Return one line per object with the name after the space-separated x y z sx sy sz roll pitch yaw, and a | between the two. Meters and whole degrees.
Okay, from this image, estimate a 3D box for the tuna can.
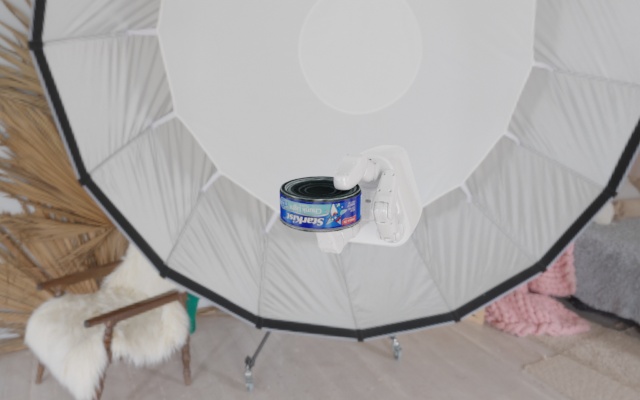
0.000 0.001 0.493 0.086 0.034 0.086 0 19 0 | tuna can
